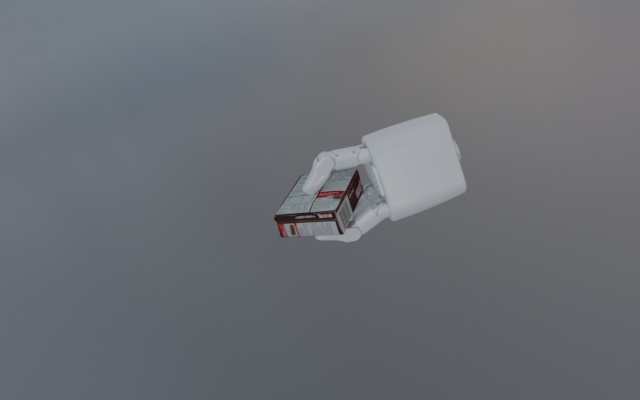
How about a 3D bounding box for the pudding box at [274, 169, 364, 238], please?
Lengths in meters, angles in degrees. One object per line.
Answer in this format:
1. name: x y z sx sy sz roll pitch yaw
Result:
1. pudding box: 0.000 0.002 0.642 0.090 0.039 0.113 -5 29 24
